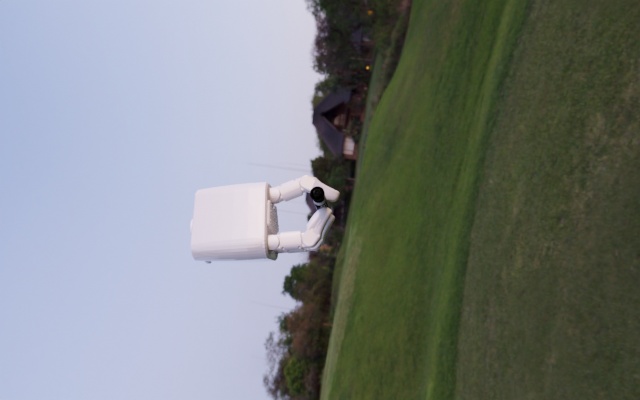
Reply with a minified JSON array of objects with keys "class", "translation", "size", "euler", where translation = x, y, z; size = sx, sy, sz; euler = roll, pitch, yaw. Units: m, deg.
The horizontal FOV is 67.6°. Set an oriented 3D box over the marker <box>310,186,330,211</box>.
[{"class":"marker","translation":[0.000,0.002,0.647],"size":[0.020,0.020,0.121],"euler":[0,-11,4]}]
